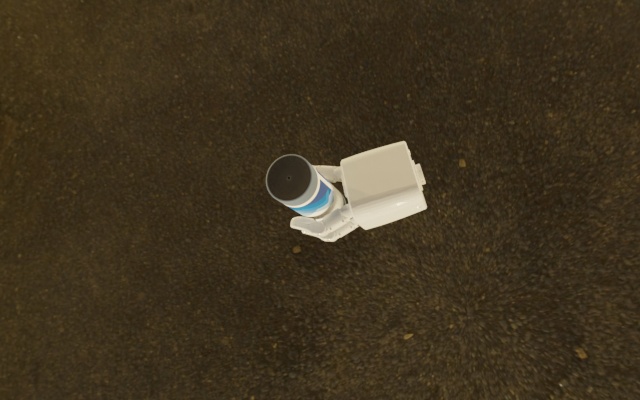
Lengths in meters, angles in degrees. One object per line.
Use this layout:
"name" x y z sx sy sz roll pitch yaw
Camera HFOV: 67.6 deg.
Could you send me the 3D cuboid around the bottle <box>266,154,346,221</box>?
"bottle" 0.000 0.002 0.770 0.069 0.069 0.296 0 -13 17
